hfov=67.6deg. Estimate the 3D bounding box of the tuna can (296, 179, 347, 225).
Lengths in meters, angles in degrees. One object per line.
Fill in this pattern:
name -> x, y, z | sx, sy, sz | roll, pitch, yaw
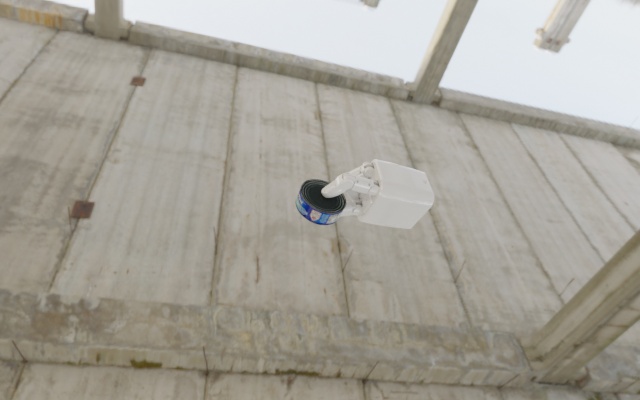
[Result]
tuna can -> 0.000, 0.003, 0.841 | 0.086, 0.034, 0.086 | 16, 39, -13
